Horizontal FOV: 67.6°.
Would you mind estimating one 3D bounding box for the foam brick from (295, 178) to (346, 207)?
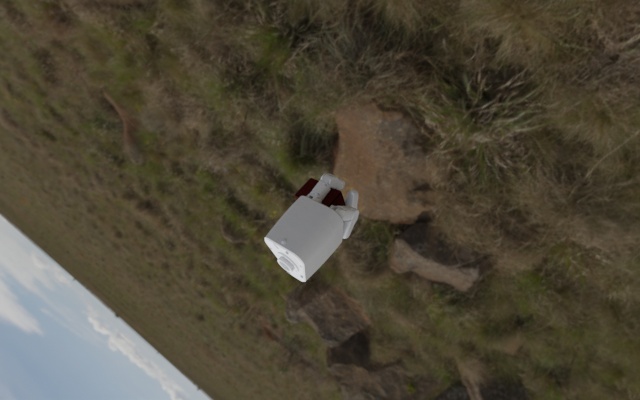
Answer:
[{"bbox_3d":[0.000,0.003,0.891,0.078,0.051,0.053,26,-28,34],"label":"foam brick"}]
